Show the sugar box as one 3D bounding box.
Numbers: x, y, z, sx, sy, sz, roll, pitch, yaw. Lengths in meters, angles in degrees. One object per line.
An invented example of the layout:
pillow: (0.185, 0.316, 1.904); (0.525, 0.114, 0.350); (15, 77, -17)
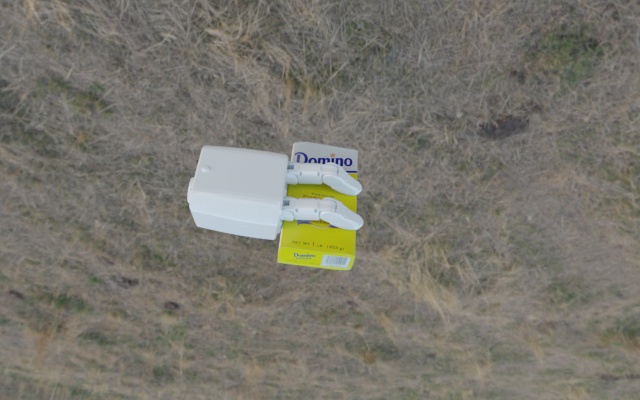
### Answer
sugar box: (0.000, 0.002, 0.627); (0.093, 0.176, 0.048); (8, -35, -5)
